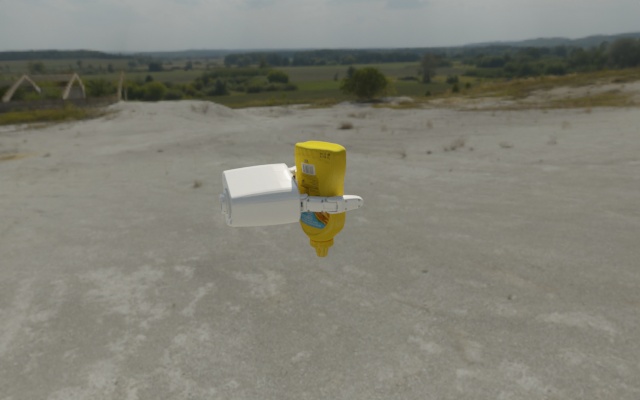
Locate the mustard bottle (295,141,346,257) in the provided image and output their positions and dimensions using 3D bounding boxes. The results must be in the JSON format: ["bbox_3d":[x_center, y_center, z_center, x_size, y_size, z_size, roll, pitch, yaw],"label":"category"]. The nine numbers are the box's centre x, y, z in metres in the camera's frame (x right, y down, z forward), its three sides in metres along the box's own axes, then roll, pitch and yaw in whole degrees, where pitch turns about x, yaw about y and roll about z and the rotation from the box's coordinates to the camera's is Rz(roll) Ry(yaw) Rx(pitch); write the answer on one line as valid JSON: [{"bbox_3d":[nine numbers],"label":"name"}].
[{"bbox_3d":[0.000,0.002,0.787,0.058,0.192,0.096,-16,22,-40],"label":"mustard bottle"}]
